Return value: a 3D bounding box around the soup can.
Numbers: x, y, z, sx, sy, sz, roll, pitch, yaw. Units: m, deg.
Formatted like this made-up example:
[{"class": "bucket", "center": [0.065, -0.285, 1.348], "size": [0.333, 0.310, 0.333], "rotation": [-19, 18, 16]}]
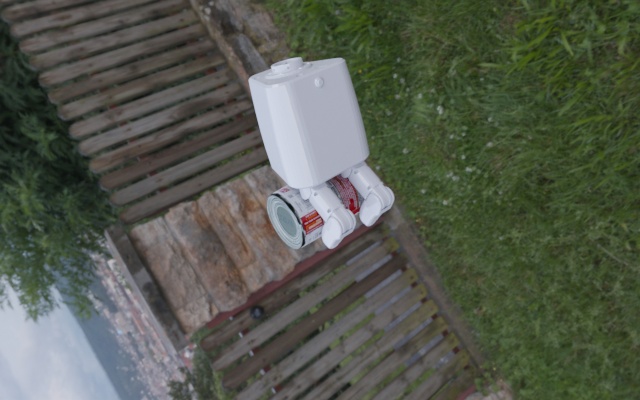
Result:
[{"class": "soup can", "center": [0.000, 0.002, 0.533], "size": [0.102, 0.068, 0.068], "rotation": [-29, 15, -28]}]
